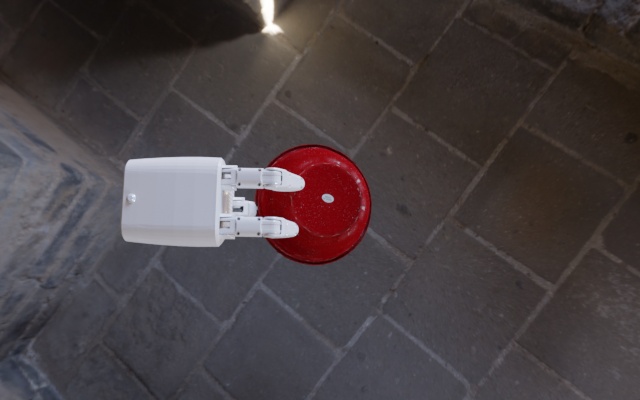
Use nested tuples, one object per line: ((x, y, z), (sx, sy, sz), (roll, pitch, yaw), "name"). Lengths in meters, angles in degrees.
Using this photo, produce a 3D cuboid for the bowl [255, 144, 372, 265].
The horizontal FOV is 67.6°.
((0.001, 0.002, 0.609), (0.162, 0.162, 0.055), (0, -6, -17), "bowl")
